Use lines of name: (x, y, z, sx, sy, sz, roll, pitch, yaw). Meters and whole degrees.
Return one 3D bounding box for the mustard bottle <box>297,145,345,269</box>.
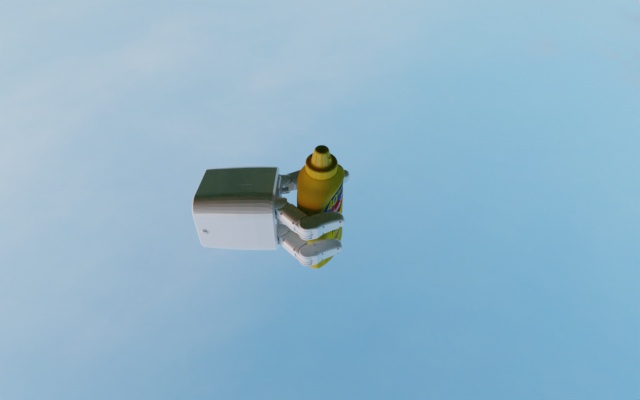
mustard bottle: (0.000, 0.002, 0.652, 0.058, 0.192, 0.096, 19, 50, 16)
